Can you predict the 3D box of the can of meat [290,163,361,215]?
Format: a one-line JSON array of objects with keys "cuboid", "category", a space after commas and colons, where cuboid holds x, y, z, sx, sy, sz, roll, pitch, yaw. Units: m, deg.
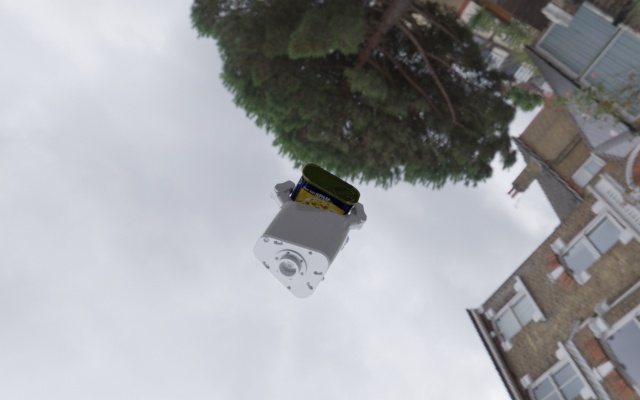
[{"cuboid": [0.000, 0.003, 0.780, 0.102, 0.084, 0.057, 29, 30, -2], "category": "can of meat"}]
